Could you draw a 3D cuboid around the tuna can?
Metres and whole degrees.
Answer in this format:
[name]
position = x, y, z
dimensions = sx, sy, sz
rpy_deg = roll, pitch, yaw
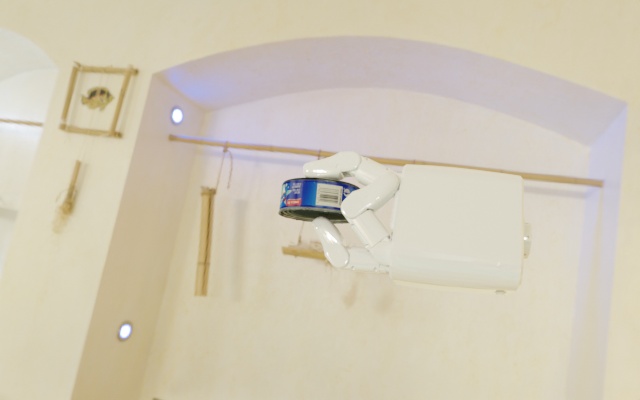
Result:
[tuna can]
position = 0.000, 0.001, 0.500
dimensions = 0.086, 0.033, 0.086
rpy_deg = 5, -10, 1
